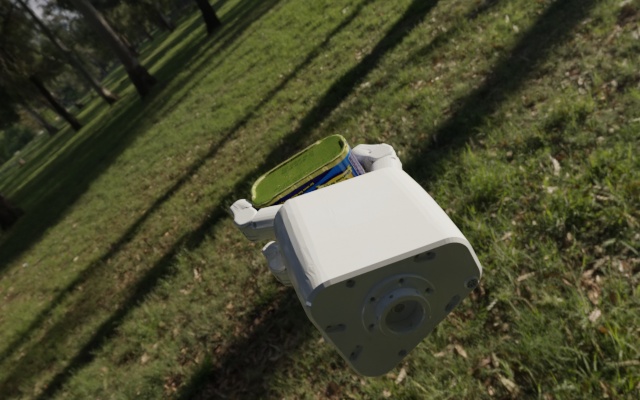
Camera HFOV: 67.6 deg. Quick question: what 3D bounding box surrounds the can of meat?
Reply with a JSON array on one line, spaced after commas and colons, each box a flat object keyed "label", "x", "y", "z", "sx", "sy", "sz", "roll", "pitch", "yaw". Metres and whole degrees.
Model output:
[{"label": "can of meat", "x": 0.000, "y": 0.001, "z": 0.430, "sx": 0.102, "sy": 0.084, "sz": 0.057, "roll": -32, "pitch": 30, "yaw": 7}]
